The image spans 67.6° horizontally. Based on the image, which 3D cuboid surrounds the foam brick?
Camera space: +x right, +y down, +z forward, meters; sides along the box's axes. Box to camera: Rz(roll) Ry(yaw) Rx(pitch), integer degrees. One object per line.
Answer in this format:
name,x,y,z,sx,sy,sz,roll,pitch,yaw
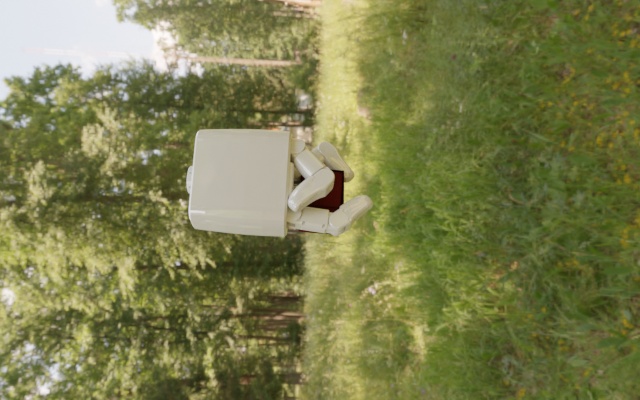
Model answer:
foam brick,0.000,0.002,0.584,0.051,0.053,0.078,3,-28,-2
